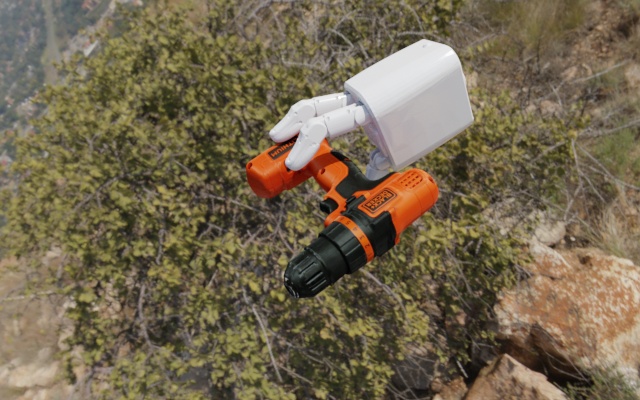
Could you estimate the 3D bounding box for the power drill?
[{"bbox_3d":[0.000,0.001,0.508,0.184,0.057,0.187,-34,47,-21],"label":"power drill"}]
